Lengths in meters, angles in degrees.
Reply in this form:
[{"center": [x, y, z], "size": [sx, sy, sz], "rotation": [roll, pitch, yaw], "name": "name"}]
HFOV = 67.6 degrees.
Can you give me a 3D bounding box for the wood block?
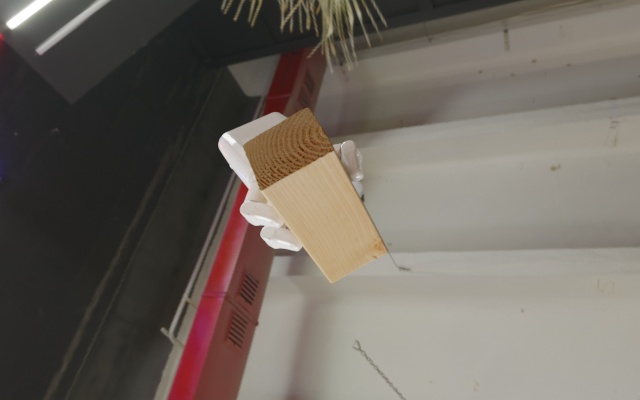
[{"center": [0.000, 0.002, 0.592], "size": [0.091, 0.090, 0.206], "rotation": [-30, -44, 3], "name": "wood block"}]
